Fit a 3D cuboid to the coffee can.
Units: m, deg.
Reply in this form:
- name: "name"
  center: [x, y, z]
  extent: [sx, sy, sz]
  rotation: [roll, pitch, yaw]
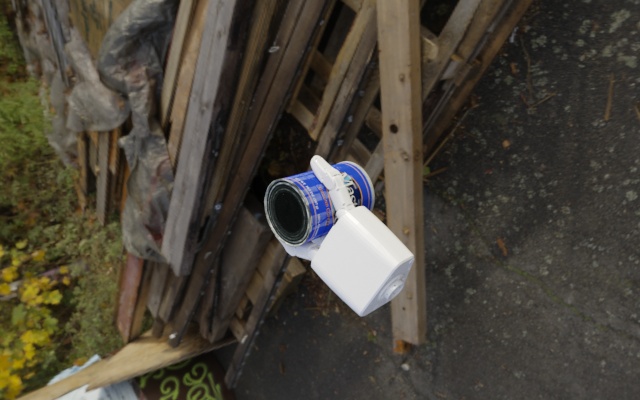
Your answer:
- name: "coffee can"
  center: [0.000, 0.002, 0.736]
  extent: [0.140, 0.103, 0.103]
  rotation: [-18, 12, -42]
